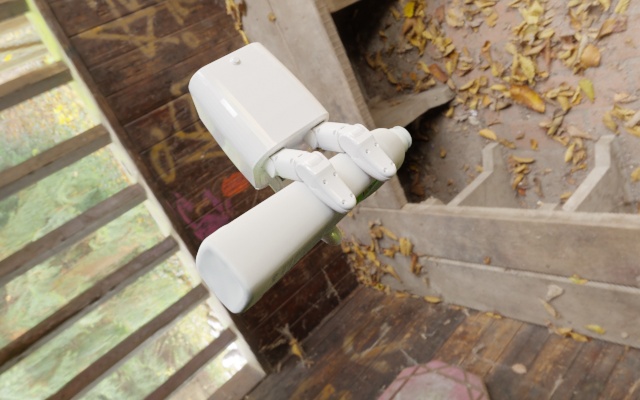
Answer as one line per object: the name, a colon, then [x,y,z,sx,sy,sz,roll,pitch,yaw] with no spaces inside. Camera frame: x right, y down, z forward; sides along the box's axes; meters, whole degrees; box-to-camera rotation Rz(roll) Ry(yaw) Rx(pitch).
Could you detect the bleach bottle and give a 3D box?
bleach bottle: [0.000,0.002,0.470,0.250,0.068,0.103,-38,-7,-30]
